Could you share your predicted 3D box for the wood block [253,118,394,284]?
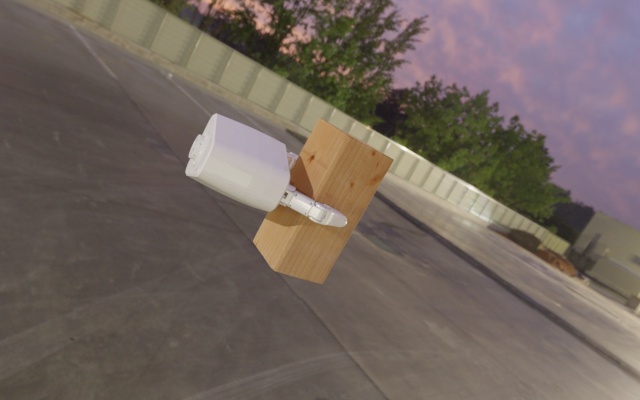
[{"bbox_3d":[0.000,0.002,0.680,0.090,0.206,0.090,22,12,-35],"label":"wood block"}]
